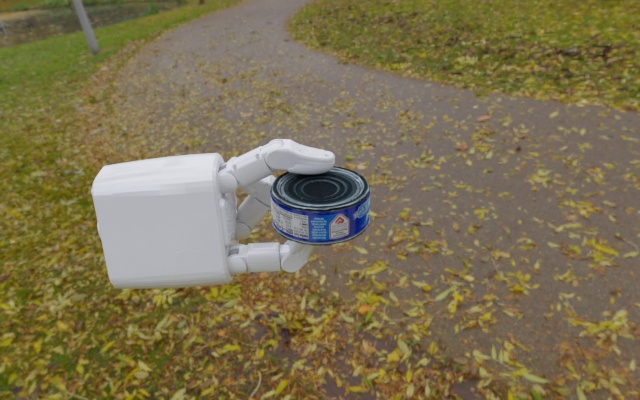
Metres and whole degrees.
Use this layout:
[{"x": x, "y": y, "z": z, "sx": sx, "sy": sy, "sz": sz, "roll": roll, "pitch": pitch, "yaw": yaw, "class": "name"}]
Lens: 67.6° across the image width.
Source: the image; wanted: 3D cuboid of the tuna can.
[{"x": 0.000, "y": 0.001, "z": 0.408, "sx": 0.086, "sy": 0.034, "sz": 0.086, "roll": -1, "pitch": 29, "yaw": 0, "class": "tuna can"}]
